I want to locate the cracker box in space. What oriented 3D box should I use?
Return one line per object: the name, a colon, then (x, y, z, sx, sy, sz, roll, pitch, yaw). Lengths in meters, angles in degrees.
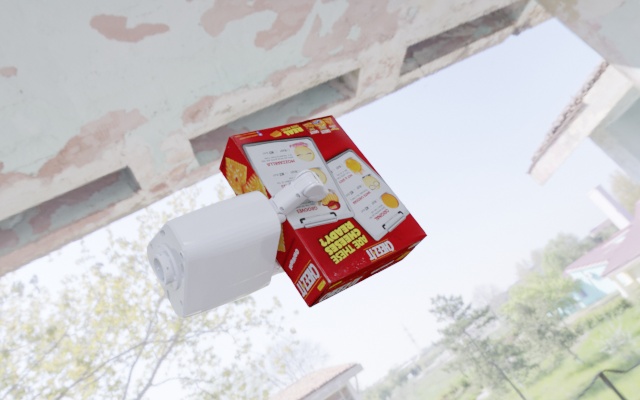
cracker box: (0.000, 0.002, 0.588, 0.164, 0.213, 0.072, -19, -26, -37)
